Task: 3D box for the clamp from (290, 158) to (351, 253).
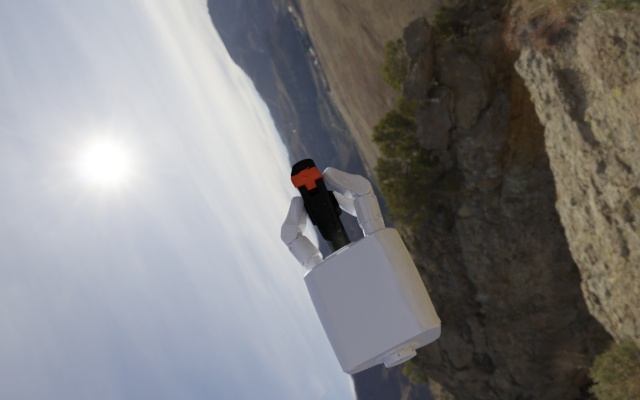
[{"bbox_3d":[-0.001,0.002,0.548,0.036,0.164,0.210,-25,-27,1],"label":"clamp"}]
